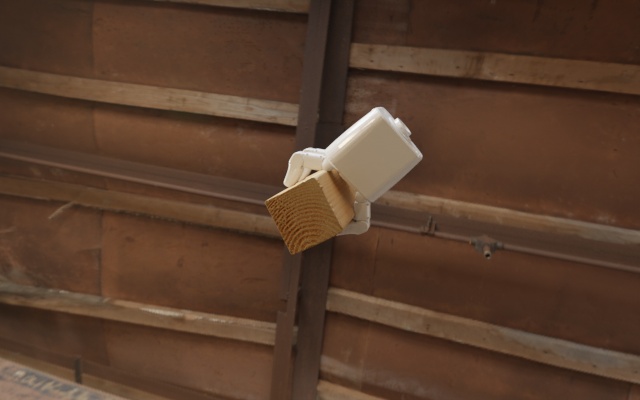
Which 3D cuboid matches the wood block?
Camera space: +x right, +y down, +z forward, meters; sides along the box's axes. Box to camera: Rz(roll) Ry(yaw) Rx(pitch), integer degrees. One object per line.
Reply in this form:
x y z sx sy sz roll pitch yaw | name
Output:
0.001 0.003 0.778 0.090 0.091 0.206 -26 4 18 | wood block
